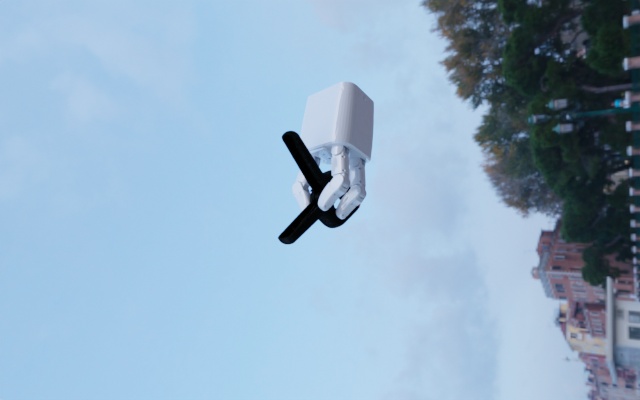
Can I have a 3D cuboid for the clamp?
[{"bbox_3d":[0.000,0.002,0.751,0.036,0.164,0.210,-3,-17,33],"label":"clamp"}]
